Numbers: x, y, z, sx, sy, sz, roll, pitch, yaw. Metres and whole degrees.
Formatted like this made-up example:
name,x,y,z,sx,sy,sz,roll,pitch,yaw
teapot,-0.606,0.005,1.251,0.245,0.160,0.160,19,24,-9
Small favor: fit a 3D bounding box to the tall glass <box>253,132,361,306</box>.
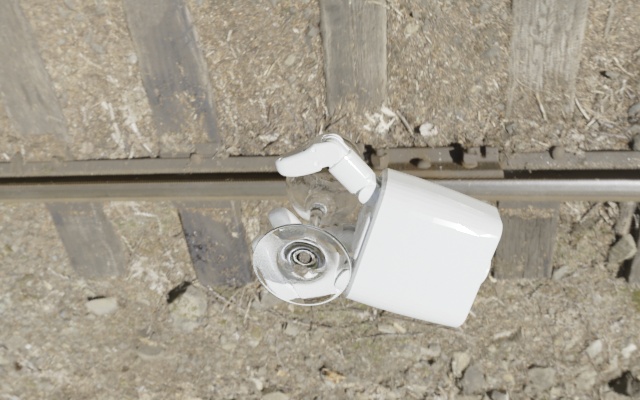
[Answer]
name,x,y,z,sx,sy,sz,roll,pitch,yaw
tall glass,0.000,0.002,0.436,0.079,0.079,0.201,0,29,9
